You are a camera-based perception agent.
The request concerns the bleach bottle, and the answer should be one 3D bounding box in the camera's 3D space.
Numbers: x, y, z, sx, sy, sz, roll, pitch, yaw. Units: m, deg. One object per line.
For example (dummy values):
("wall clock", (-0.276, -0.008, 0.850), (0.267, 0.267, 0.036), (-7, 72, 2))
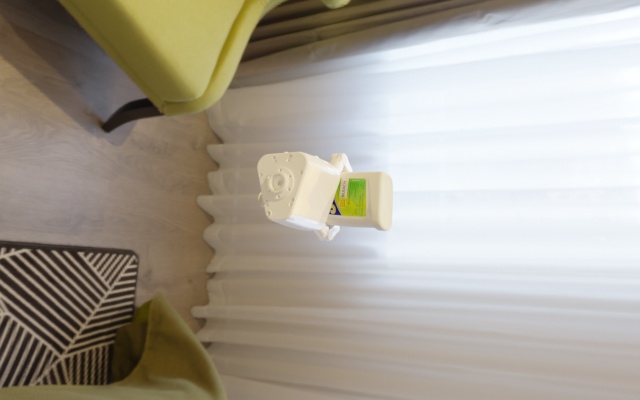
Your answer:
("bleach bottle", (0.000, 0.003, 0.849), (0.251, 0.102, 0.068), (-2, -11, 28))
